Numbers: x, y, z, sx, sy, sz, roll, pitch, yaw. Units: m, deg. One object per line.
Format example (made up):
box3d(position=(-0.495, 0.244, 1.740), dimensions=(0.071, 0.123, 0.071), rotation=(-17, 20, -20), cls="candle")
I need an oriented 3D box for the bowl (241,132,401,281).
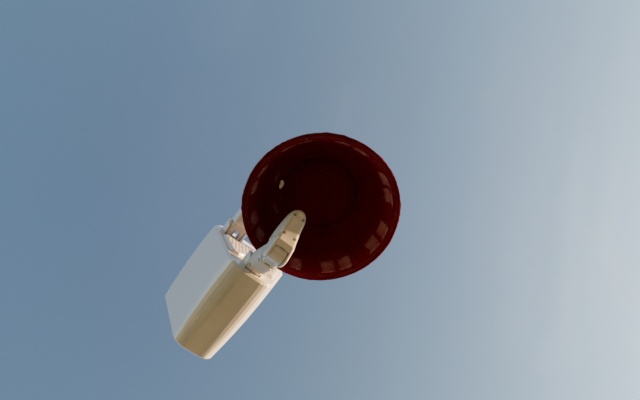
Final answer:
box3d(position=(0.001, 0.001, 0.507), dimensions=(0.162, 0.162, 0.055), rotation=(0, 21, -2), cls="bowl")
